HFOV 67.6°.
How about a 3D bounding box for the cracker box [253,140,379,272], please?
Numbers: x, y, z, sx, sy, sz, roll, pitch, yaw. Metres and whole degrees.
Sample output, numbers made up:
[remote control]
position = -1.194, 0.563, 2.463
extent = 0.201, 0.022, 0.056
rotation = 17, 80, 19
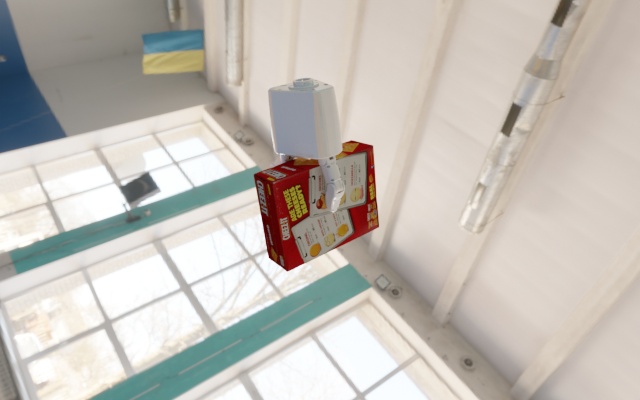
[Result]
[cracker box]
position = 0.000, 0.003, 0.832
extent = 0.213, 0.164, 0.072
rotation = -22, 28, -31
